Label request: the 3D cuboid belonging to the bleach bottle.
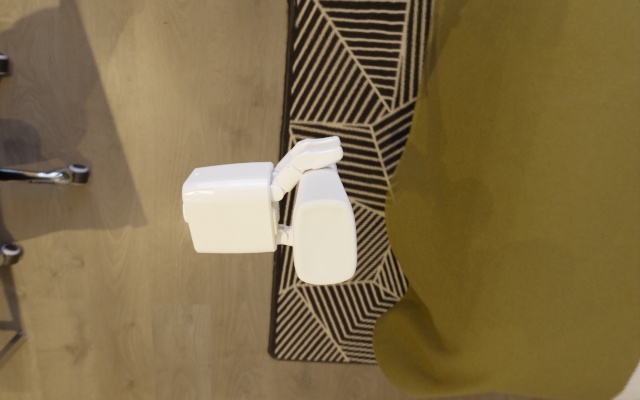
[{"bbox_3d":[0.000,0.002,0.612,0.068,0.103,0.250,-3,20,-1],"label":"bleach bottle"}]
